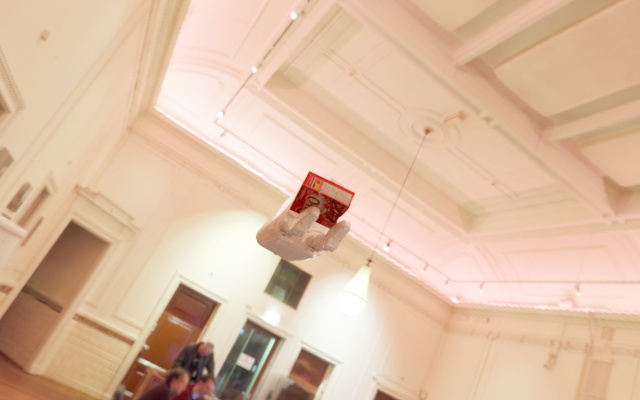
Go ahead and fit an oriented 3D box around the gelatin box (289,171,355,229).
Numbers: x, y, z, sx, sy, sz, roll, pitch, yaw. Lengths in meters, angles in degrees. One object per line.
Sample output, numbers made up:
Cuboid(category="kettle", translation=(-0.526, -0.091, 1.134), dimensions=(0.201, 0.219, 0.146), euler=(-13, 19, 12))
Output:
Cuboid(category="gelatin box", translation=(0.000, 0.002, 0.695), dimensions=(0.073, 0.030, 0.089), euler=(26, -30, -5))
